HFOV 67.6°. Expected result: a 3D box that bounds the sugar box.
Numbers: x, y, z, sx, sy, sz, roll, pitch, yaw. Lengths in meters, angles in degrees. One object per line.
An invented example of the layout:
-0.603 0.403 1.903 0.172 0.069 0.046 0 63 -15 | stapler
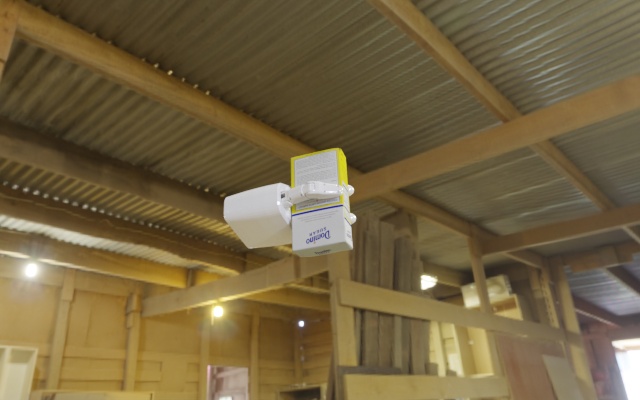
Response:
0.000 0.003 0.800 0.093 0.176 0.048 -11 -26 17 | sugar box
